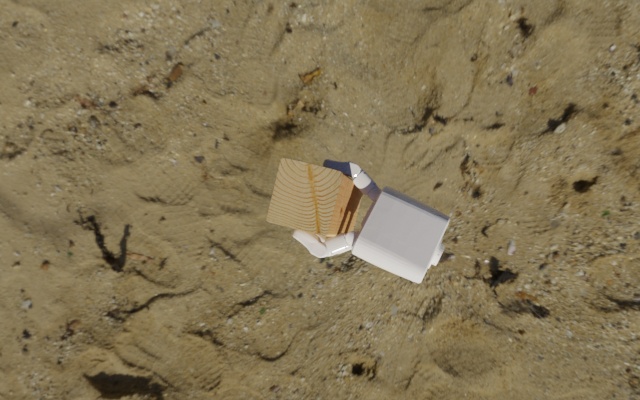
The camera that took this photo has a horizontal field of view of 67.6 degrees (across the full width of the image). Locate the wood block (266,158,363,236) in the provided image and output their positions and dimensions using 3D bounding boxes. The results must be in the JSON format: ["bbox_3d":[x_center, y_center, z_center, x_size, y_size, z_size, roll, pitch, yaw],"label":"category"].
[{"bbox_3d":[0.001,0.002,0.729,0.090,0.091,0.206,14,-2,13],"label":"wood block"}]
